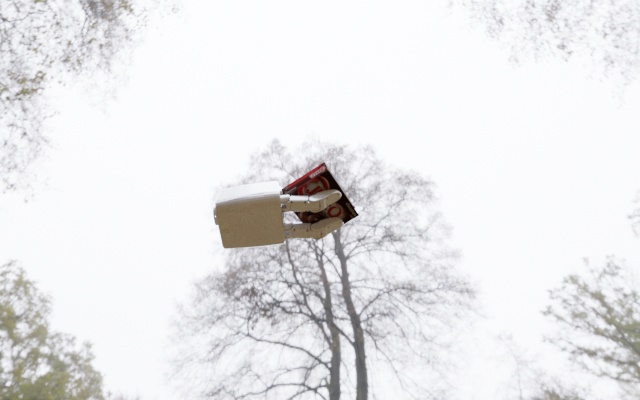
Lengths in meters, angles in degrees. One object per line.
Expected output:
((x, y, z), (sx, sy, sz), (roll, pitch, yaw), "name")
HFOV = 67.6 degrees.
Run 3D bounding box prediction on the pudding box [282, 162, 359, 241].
((0.000, 0.003, 0.825), (0.090, 0.113, 0.039), (-32, 32, 9), "pudding box")
